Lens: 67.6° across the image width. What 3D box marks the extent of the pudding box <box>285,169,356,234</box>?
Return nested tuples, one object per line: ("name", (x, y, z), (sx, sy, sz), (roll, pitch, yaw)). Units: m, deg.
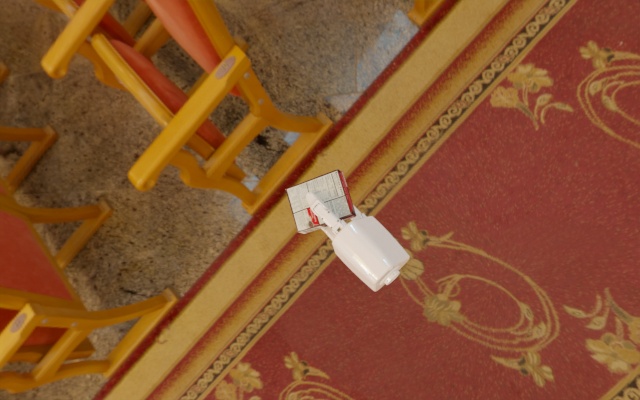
("pudding box", (0.000, 0.003, 0.886), (0.113, 0.090, 0.039), (-19, -12, 15))
